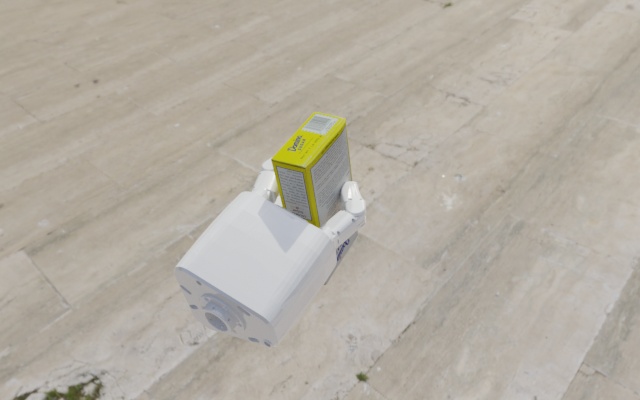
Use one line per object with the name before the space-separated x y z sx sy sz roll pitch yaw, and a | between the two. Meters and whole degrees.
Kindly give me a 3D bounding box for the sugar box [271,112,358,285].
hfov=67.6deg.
sugar box | 0.000 0.002 0.533 0.048 0.176 0.093 17 47 24
